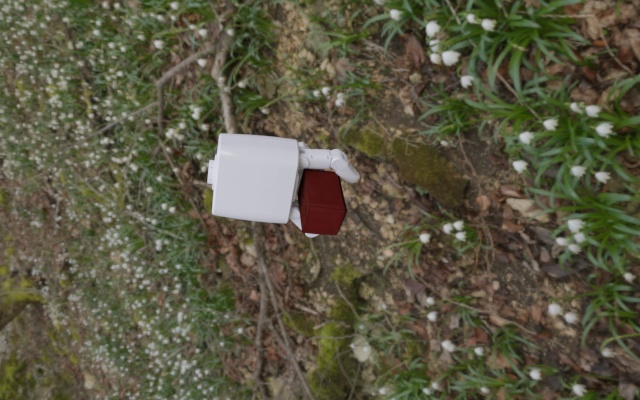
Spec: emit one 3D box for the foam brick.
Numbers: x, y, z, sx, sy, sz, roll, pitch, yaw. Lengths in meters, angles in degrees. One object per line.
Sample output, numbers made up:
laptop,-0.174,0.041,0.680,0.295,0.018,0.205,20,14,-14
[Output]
foam brick,0.000,0.002,0.653,0.051,0.053,0.078,5,42,-14
